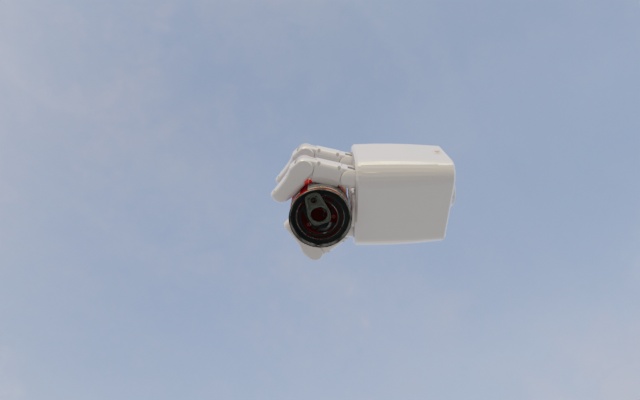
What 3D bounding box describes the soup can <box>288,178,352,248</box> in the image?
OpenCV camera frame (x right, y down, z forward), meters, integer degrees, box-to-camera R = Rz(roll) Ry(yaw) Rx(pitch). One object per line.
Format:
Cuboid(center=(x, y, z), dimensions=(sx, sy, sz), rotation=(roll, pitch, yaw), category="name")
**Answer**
Cuboid(center=(0.000, 0.002, 0.553), dimensions=(0.068, 0.068, 0.102), rotation=(0, 21, 0), category="soup can")
